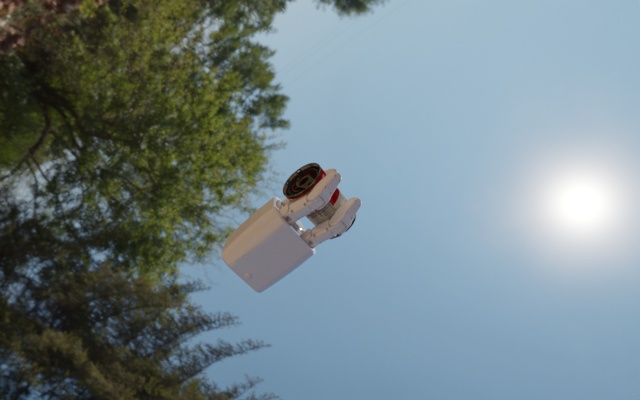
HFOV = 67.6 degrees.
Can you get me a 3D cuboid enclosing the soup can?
[{"bbox_3d":[0.001,0.002,0.723,0.068,0.068,0.102,0,-42,49],"label":"soup can"}]
